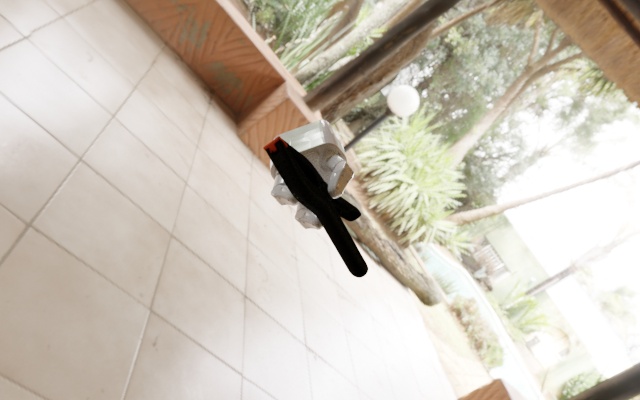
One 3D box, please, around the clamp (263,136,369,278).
[{"bbox_3d":[0.000,0.001,0.655,0.036,0.210,0.164,-34,29,16],"label":"clamp"}]
